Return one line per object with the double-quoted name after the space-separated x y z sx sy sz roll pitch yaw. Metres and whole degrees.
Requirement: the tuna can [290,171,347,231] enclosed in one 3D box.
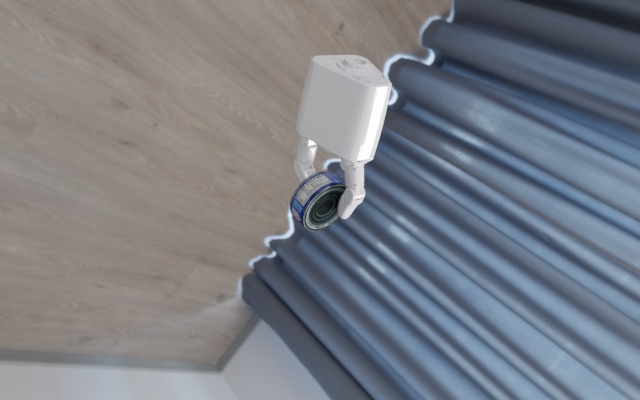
0.000 0.003 0.687 0.086 0.086 0.033 0 36 -46 "tuna can"
